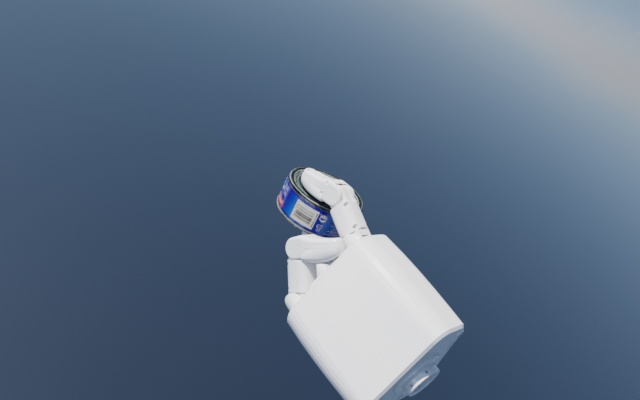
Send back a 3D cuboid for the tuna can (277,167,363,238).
[{"bbox_3d":[0.000,0.001,0.495,0.086,0.034,0.086,21,27,-11],"label":"tuna can"}]
